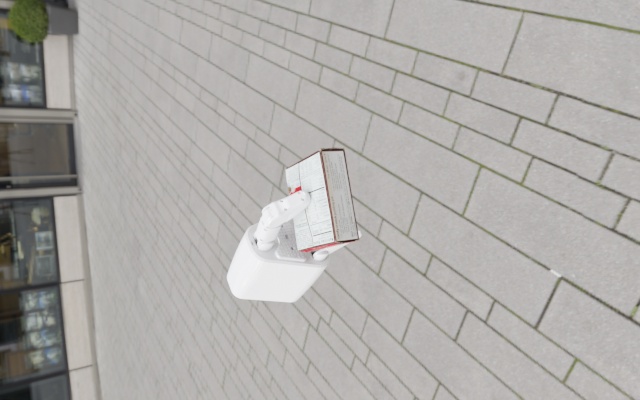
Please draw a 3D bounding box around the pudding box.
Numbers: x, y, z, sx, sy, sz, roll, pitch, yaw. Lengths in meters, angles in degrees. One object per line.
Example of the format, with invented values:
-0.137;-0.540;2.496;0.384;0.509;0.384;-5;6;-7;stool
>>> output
0.000;0.002;0.580;0.039;0.113;0.090;-6;-8;-34;pudding box
